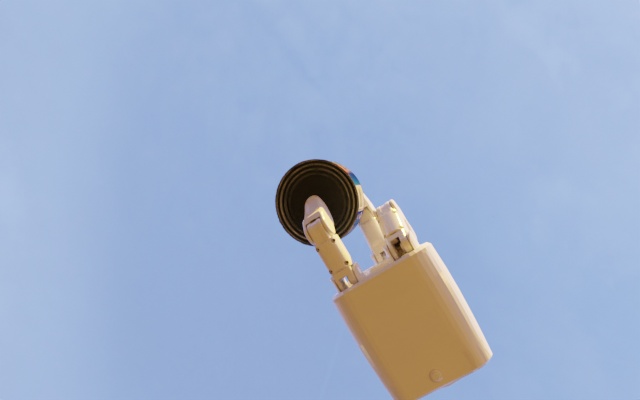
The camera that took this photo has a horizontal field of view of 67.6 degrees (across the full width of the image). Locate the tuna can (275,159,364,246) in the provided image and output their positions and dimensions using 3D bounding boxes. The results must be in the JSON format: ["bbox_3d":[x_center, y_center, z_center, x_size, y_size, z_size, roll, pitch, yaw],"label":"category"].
[{"bbox_3d":[0.000,0.001,0.480,0.086,0.086,0.034,0,3,17],"label":"tuna can"}]
